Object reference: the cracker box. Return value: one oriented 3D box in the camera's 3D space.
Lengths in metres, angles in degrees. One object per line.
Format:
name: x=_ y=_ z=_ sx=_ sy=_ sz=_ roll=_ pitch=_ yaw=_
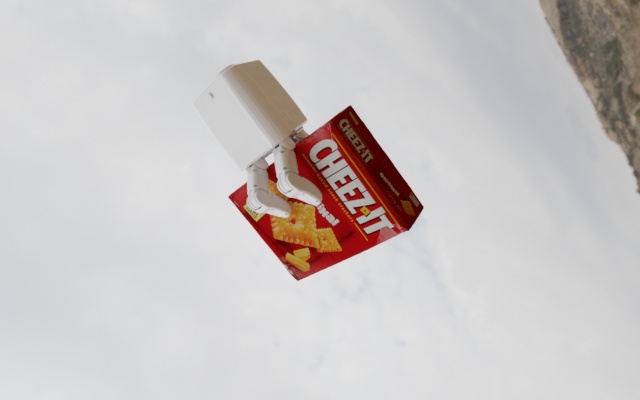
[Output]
cracker box: x=0.000 y=0.002 z=0.641 sx=0.214 sy=0.164 sz=0.072 roll=-31 pitch=11 yaw=39
